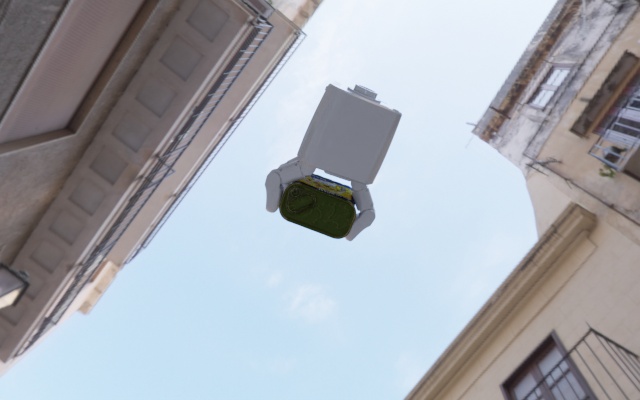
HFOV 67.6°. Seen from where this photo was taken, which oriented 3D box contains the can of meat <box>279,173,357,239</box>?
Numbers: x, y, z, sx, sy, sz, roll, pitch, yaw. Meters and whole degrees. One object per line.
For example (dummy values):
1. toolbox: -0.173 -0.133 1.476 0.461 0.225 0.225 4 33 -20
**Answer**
1. can of meat: 0.000 0.002 0.675 0.102 0.057 0.084 20 19 0
